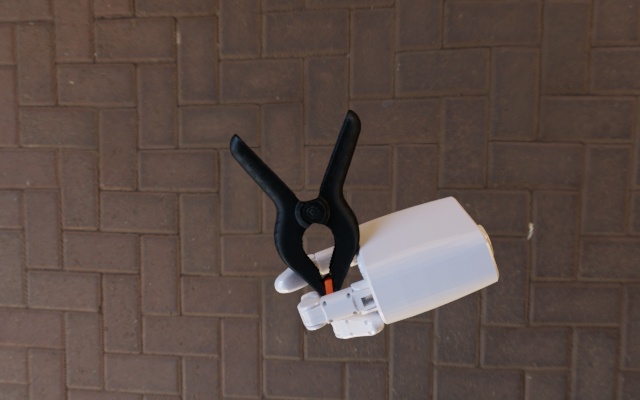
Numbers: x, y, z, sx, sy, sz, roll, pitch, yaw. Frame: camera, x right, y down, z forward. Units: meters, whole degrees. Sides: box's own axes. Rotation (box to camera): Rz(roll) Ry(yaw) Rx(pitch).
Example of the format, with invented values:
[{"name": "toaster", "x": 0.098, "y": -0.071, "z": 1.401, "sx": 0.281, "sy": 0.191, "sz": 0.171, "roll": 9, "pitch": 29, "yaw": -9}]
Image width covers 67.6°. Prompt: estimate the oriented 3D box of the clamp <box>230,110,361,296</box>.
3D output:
[{"name": "clamp", "x": 0.000, "y": 0.002, "z": 0.439, "sx": 0.120, "sy": 0.171, "sz": 0.039, "roll": -20, "pitch": 6, "yaw": 5}]
